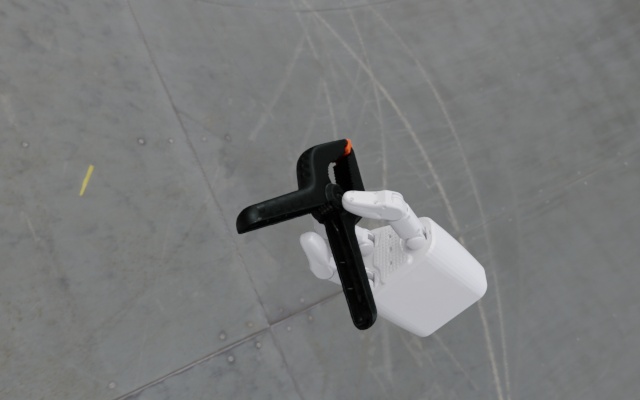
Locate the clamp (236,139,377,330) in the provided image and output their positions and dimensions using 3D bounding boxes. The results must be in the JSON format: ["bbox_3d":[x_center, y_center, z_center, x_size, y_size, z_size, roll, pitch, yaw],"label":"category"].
[{"bbox_3d":[0.001,0.001,0.472,0.036,0.209,0.165,-30,-54,33],"label":"clamp"}]
